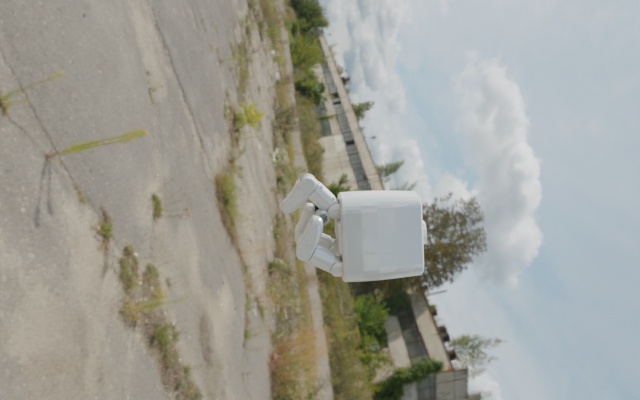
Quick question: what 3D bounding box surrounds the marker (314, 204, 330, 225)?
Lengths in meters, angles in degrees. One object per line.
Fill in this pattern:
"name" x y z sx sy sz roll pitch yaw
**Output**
"marker" 0.000 0.002 0.665 0.020 0.020 0.121 0 21 -3
